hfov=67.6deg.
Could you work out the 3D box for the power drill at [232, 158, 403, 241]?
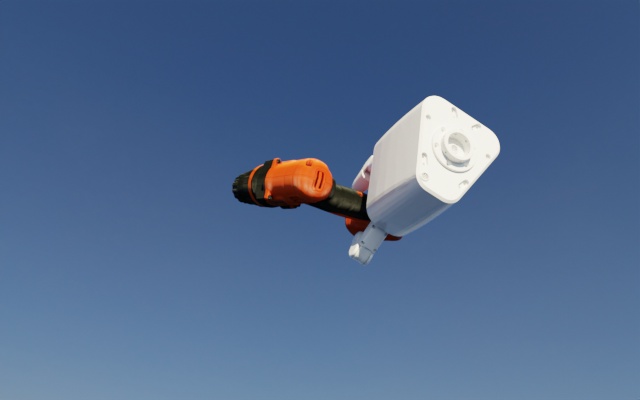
[{"bbox_3d":[0.001,0.002,0.592,0.188,0.057,0.184,18,-10,-33],"label":"power drill"}]
